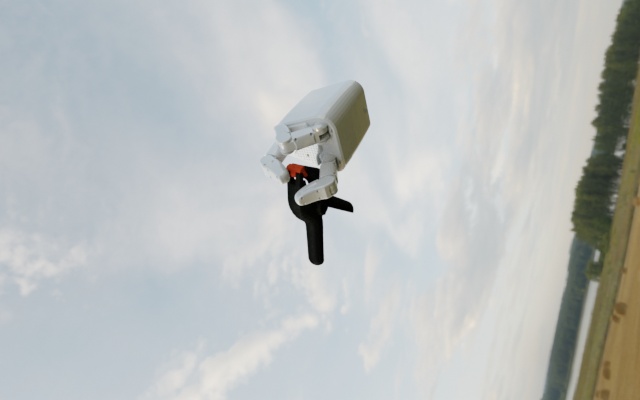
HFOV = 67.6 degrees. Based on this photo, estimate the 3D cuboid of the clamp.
[{"bbox_3d":[-0.001,0.002,0.714,0.039,0.172,0.120,9,47,29],"label":"clamp"}]
